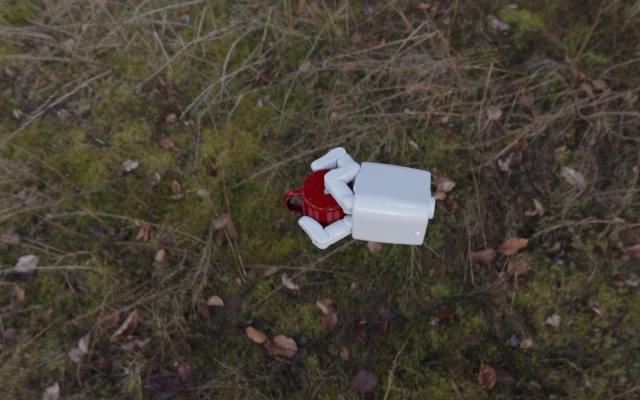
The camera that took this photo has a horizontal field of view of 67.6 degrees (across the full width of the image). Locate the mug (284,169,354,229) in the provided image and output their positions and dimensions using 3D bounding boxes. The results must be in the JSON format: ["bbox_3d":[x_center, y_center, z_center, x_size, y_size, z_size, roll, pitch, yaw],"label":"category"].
[{"bbox_3d":[-0.001,0.002,0.761,0.117,0.093,0.082,6,-33,7],"label":"mug"}]
